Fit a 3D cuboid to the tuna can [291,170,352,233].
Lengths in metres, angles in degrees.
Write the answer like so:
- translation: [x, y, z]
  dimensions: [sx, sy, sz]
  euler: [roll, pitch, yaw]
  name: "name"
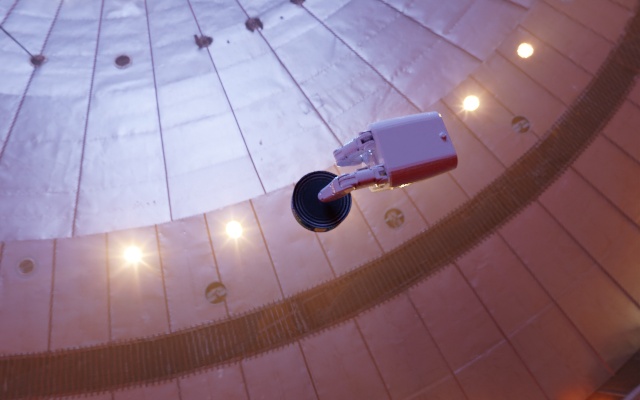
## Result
- translation: [0.000, 0.002, 0.688]
  dimensions: [0.086, 0.086, 0.034]
  euler: [0, -17, -10]
  name: "tuna can"
